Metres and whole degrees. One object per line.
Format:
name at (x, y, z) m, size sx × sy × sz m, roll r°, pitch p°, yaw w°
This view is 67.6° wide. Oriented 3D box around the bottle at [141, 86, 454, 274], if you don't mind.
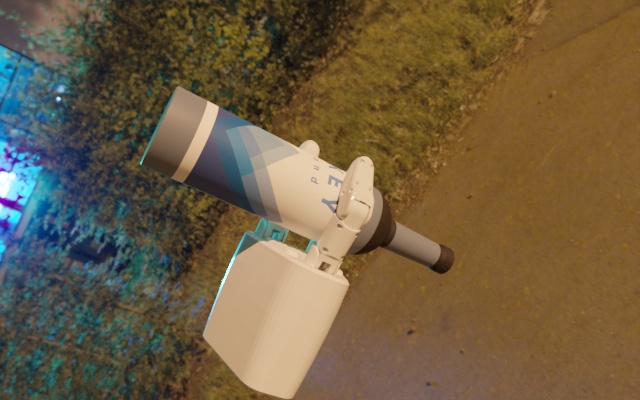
bottle at (0.000, 0.001, 0.418) m, size 0.296 × 0.069 × 0.069 m, roll 26°, pitch -10°, yaw -22°
